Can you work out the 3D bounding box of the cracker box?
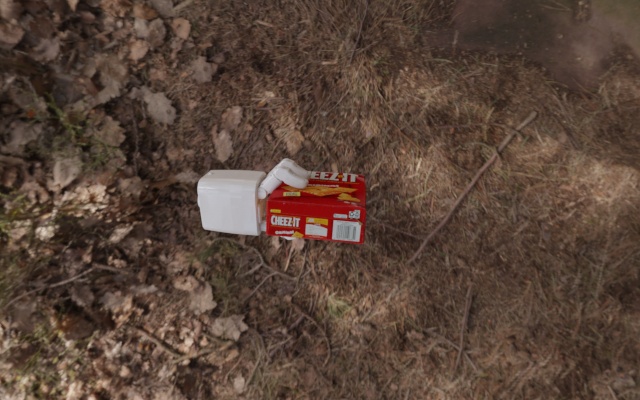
[{"bbox_3d":[0.000,0.003,0.868,0.164,0.072,0.213,5,18,3],"label":"cracker box"}]
